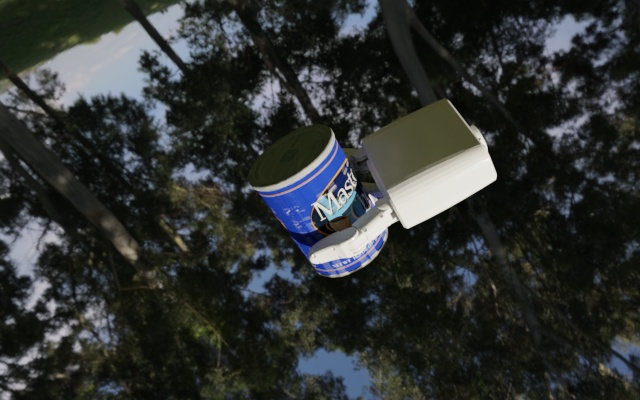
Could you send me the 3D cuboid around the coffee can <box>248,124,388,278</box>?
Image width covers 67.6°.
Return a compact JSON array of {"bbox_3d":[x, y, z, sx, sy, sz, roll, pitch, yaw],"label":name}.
[{"bbox_3d":[0.000,0.002,0.534,0.103,0.140,0.102,-24,31,16],"label":"coffee can"}]
